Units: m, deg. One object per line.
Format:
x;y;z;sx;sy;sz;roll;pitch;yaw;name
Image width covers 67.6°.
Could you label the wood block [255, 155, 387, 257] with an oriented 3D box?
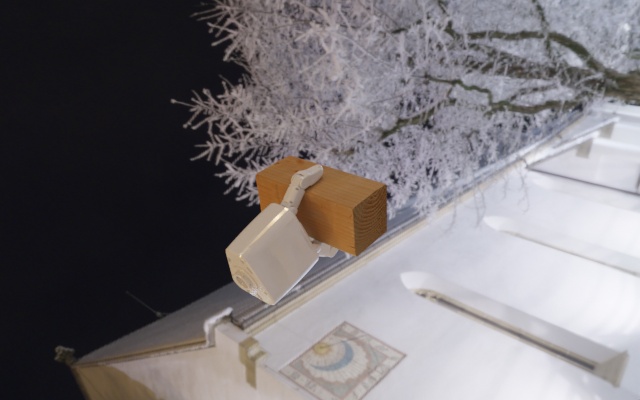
0.000;0.002;0.789;0.206;0.091;0.090;20;39;36;wood block
